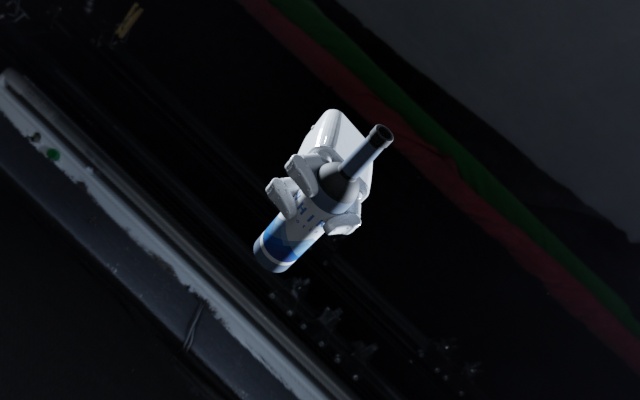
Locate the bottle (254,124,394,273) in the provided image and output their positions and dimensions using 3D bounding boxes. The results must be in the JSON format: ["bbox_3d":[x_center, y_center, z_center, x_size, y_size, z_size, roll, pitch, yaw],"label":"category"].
[{"bbox_3d":[0.000,0.002,0.664,0.069,0.069,0.296,0,-34,-39],"label":"bottle"}]
